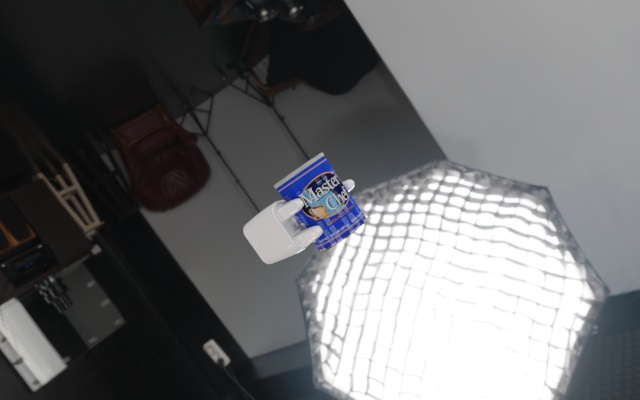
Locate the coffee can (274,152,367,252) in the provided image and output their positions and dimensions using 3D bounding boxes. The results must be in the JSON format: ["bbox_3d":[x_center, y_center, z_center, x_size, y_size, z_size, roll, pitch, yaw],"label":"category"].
[{"bbox_3d":[0.000,0.002,0.829,0.103,0.140,0.103,-34,4,3],"label":"coffee can"}]
